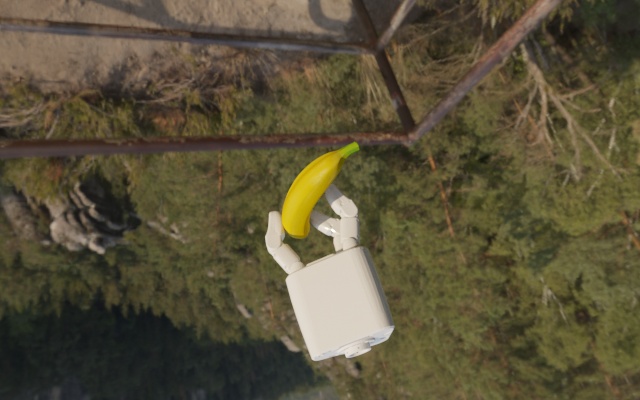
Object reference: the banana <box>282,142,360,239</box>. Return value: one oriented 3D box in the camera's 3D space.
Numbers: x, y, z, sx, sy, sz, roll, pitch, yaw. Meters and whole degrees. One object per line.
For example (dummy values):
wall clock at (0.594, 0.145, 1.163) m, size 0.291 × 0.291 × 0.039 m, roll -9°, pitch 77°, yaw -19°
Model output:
banana at (-0.015, 0.002, 0.610) m, size 0.069 × 0.037 × 0.198 m, roll -6°, pitch -31°, yaw -30°
